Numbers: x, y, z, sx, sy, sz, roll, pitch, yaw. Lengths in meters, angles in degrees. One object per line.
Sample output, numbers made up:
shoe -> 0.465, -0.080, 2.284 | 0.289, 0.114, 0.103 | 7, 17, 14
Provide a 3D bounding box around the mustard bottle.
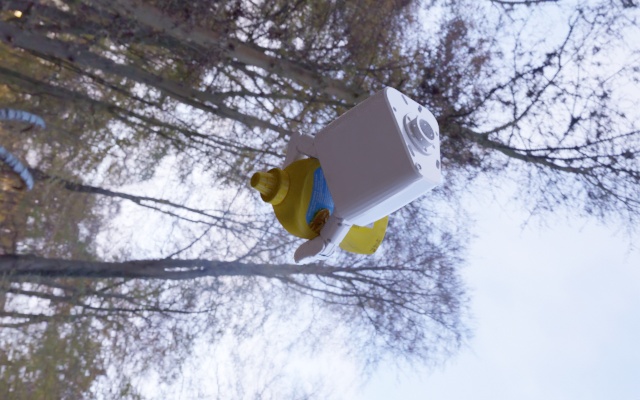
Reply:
mustard bottle -> 0.000, 0.002, 0.573 | 0.192, 0.096, 0.058 | 19, -12, -39
